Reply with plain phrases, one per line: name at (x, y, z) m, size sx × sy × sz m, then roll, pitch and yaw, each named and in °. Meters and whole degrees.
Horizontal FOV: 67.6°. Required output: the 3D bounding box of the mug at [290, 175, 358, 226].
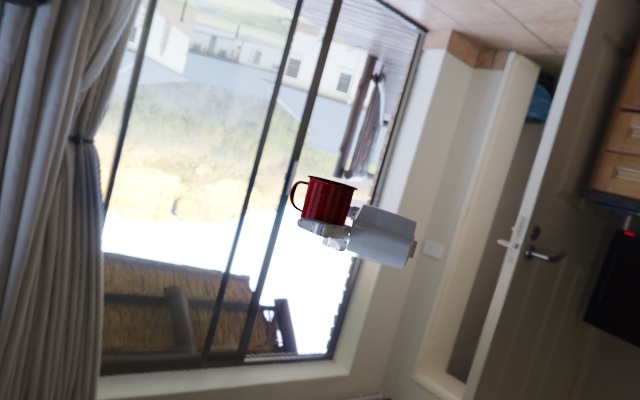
mug at (-0.001, 0.003, 0.848) m, size 0.117 × 0.081 × 0.093 m, roll 16°, pitch 6°, yaw 10°
